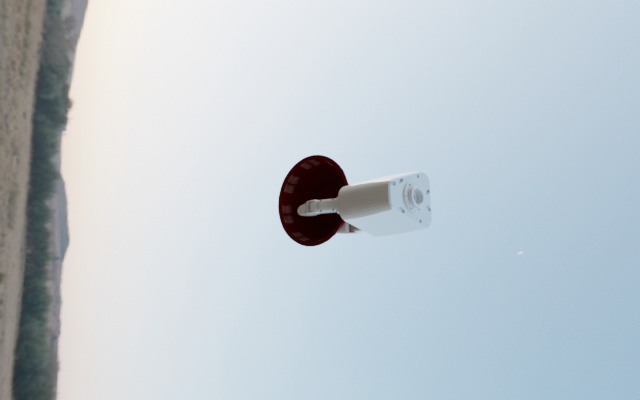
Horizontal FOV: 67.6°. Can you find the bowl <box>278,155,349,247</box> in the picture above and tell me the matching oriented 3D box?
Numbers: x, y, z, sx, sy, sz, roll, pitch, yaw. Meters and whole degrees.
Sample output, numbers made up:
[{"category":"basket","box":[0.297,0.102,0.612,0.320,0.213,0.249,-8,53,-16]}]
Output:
[{"category":"bowl","box":[-0.001,0.003,0.854,0.162,0.162,0.055,0,-7,39]}]
